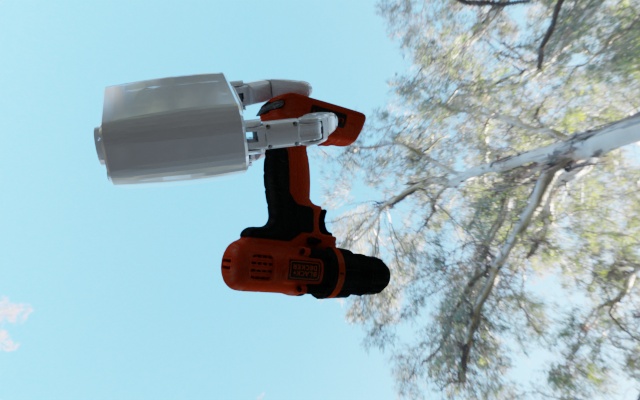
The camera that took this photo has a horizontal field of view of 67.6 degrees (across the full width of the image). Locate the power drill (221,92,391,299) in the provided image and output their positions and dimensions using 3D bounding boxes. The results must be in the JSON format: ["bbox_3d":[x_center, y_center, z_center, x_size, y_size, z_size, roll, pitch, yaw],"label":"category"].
[{"bbox_3d":[0.000,0.001,0.468,0.184,0.187,0.057,10,-10,-35],"label":"power drill"}]
